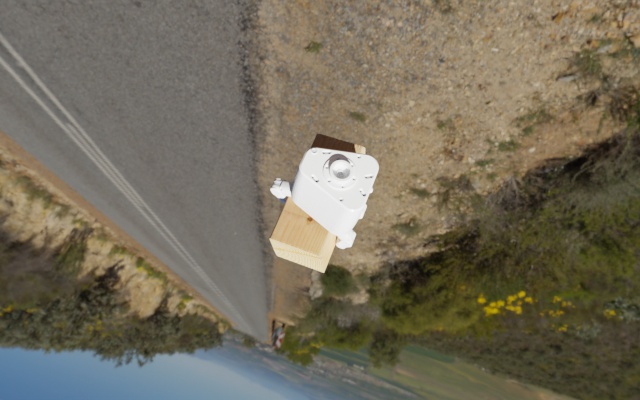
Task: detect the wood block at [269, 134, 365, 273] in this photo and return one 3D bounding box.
[{"bbox_3d":[0.000,0.003,0.812,0.091,0.206,0.090,18,-23,12],"label":"wood block"}]
